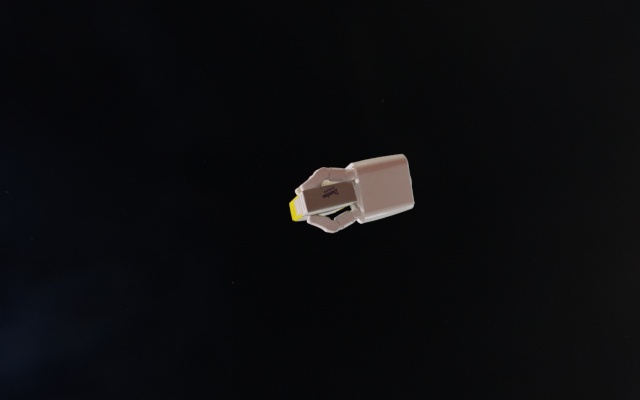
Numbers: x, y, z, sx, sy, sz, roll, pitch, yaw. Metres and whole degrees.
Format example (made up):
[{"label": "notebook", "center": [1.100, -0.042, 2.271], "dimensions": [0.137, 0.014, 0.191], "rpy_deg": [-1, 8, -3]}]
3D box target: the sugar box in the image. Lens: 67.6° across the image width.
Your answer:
[{"label": "sugar box", "center": [0.000, 0.002, 0.891], "dimensions": [0.093, 0.048, 0.176], "rpy_deg": [-13, -7, -13]}]
